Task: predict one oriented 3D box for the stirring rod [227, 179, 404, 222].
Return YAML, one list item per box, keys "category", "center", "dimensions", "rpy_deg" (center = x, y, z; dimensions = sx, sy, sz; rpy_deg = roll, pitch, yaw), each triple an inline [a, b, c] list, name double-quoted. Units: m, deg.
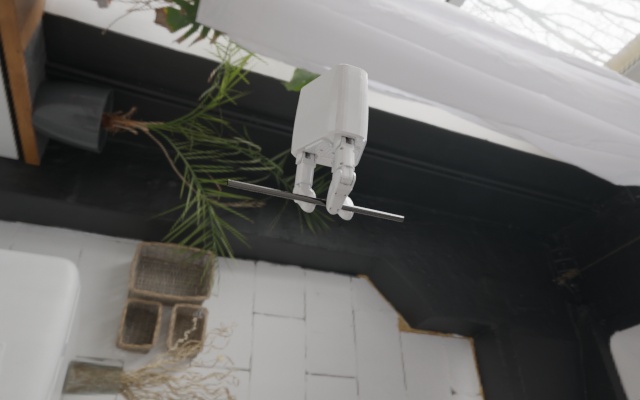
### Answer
- category: "stirring rod"
  center: [0.000, 0.002, 0.611]
  dimensions: [0.239, 0.011, 0.011]
  rpy_deg: [12, -4, -19]
